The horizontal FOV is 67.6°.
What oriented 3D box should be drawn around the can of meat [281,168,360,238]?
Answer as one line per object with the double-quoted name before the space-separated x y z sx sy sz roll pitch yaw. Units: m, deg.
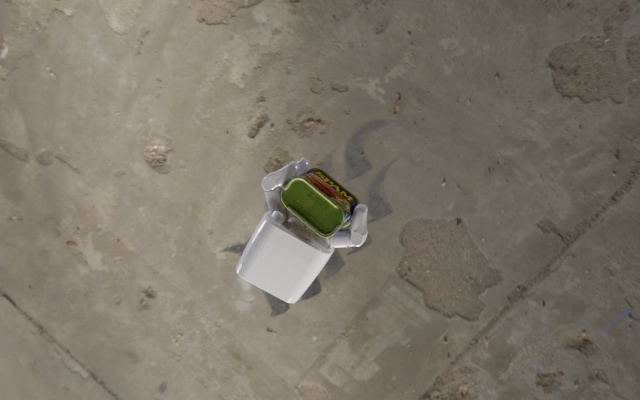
"can of meat" 0.000 0.002 0.694 0.102 0.057 0.084 39 19 8
